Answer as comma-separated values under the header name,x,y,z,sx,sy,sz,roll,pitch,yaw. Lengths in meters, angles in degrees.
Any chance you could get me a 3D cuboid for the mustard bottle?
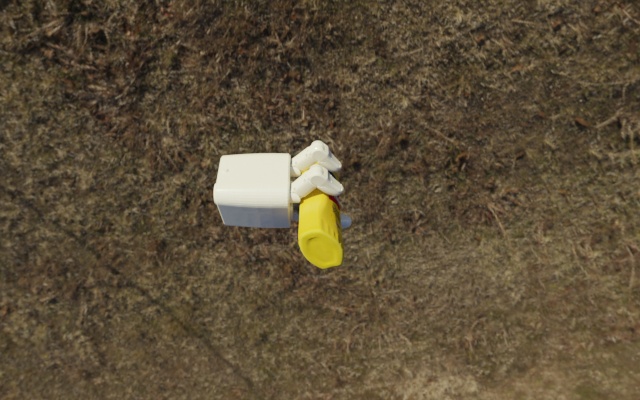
name,x,y,z,sx,sy,sz,roll,pitch,yaw
mustard bottle,0.000,0.003,0.734,0.058,0.191,0.096,-17,-45,16
